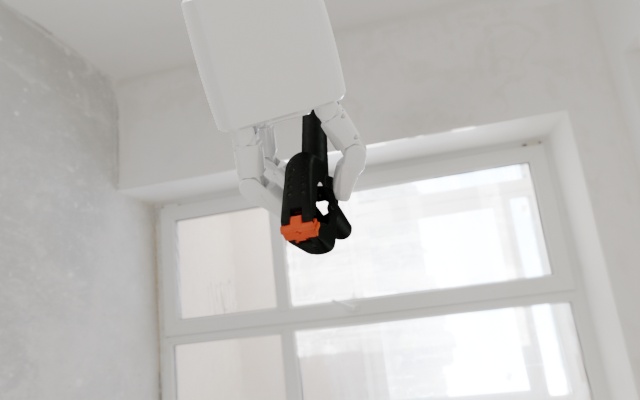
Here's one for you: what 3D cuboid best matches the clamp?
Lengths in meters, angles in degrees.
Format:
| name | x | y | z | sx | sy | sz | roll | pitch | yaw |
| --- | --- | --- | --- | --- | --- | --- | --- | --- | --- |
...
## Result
| name | x | y | z | sx | sy | sz | roll | pitch | yaw |
| --- | --- | --- | --- | --- | --- | --- | --- | --- | --- |
| clamp | 0.001 | 0.001 | 0.467 | 0.036 | 0.165 | 0.210 | -11 | 23 | 11 |
